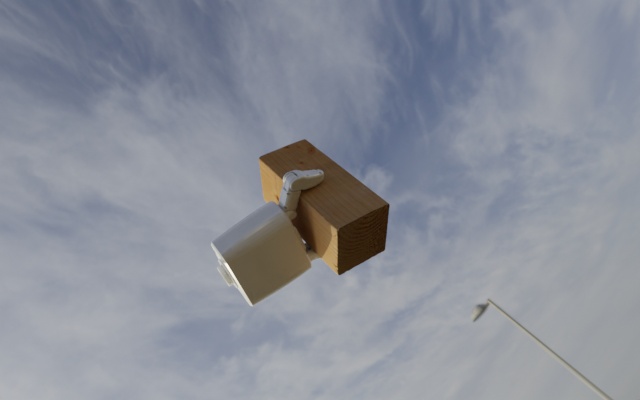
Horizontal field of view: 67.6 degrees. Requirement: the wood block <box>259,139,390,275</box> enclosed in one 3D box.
[{"bbox_3d":[0.000,0.002,0.713,0.090,0.091,0.206,-25,45,-26],"label":"wood block"}]
